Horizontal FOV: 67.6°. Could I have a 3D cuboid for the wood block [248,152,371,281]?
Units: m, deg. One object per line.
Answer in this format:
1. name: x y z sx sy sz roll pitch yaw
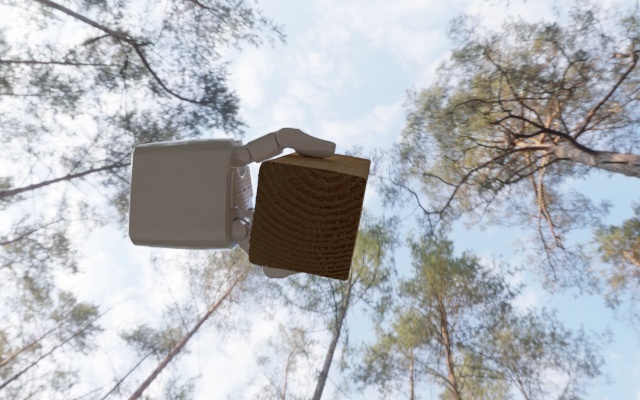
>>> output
1. wood block: 0.000 0.001 0.493 0.090 0.091 0.206 10 10 5
